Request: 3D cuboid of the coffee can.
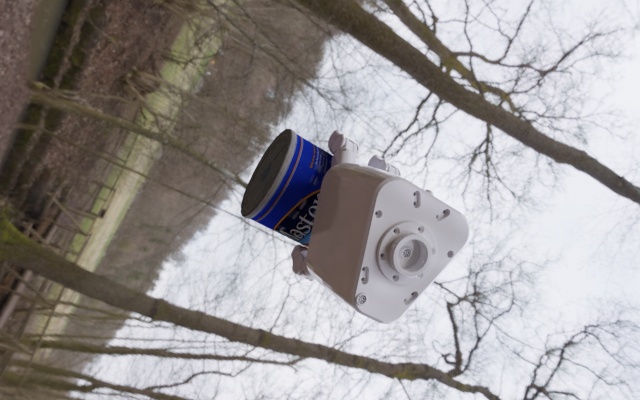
[{"bbox_3d":[0.000,0.002,0.515,0.140,0.103,0.103,29,-11,-20],"label":"coffee can"}]
